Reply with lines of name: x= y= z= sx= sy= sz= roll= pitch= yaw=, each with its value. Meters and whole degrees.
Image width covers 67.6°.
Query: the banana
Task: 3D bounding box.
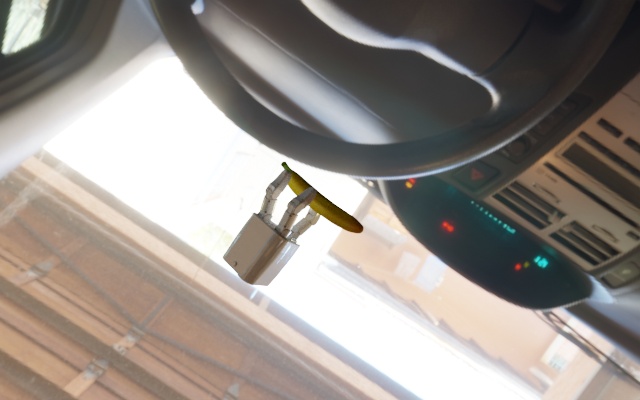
banana: x=-0.001 y=0.004 z=0.900 sx=0.198 sy=0.037 sz=0.069 roll=38 pitch=-5 yaw=10
